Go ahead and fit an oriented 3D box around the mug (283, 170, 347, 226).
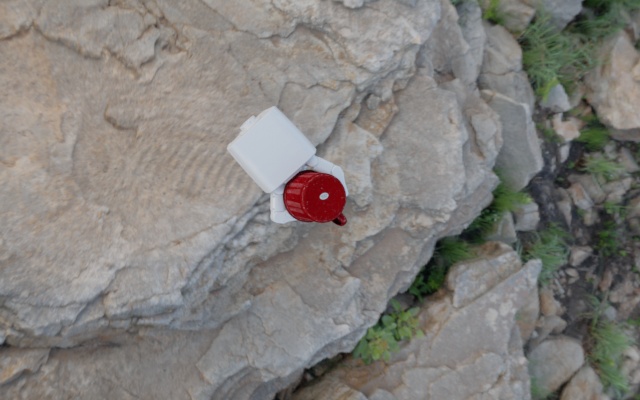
[{"bbox_3d":[0.001,0.004,0.808,0.117,0.093,0.081,47,-13,-17],"label":"mug"}]
